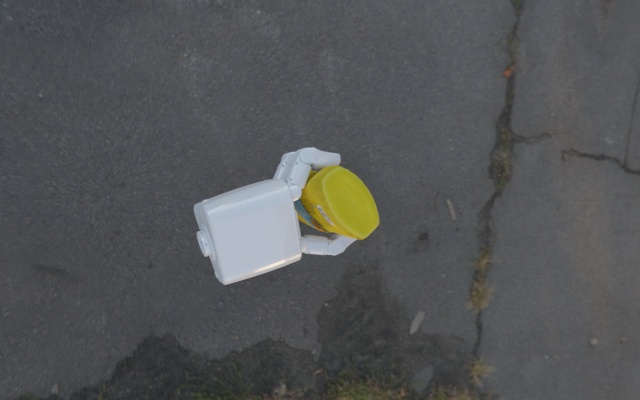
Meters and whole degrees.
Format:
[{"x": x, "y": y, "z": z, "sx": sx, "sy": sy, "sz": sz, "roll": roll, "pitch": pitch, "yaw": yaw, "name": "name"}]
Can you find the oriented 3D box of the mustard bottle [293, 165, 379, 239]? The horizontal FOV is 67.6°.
[{"x": 0.000, "y": 0.002, "z": 0.655, "sx": 0.058, "sy": 0.096, "sz": 0.191, "roll": -43, "pitch": 16, "yaw": -17, "name": "mustard bottle"}]
